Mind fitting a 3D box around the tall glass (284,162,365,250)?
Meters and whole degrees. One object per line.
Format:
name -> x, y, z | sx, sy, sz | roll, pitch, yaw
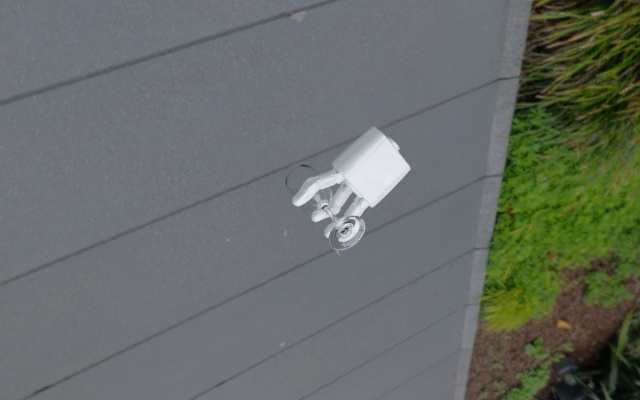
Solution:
tall glass -> 0.000, 0.003, 0.898 | 0.079, 0.079, 0.201 | 0, 33, -34
